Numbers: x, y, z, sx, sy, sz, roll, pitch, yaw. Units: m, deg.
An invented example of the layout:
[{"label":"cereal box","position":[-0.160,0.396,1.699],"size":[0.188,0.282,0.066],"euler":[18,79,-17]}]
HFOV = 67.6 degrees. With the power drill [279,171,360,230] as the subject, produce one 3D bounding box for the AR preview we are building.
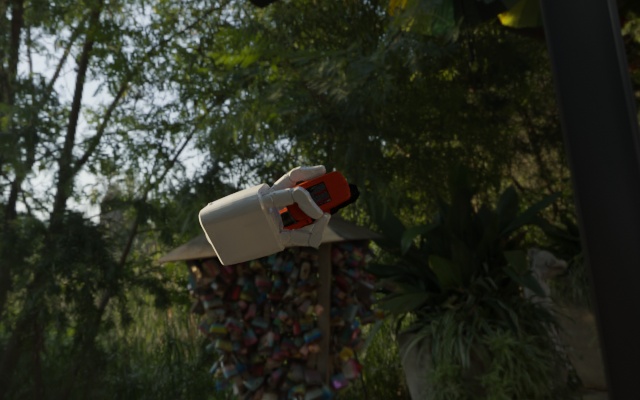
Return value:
[{"label":"power drill","position":[0.000,0.003,0.856],"size":[0.184,0.057,0.188],"euler":[-25,-8,-11]}]
